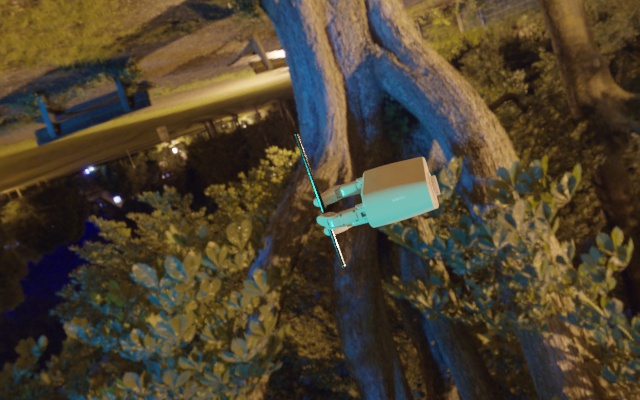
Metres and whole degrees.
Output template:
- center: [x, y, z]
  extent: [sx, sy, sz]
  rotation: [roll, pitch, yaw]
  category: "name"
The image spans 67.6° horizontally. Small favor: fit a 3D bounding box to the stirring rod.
- center: [0.000, 0.003, 0.806]
  extent: [0.011, 0.239, 0.011]
  rotation: [-19, 12, 4]
  category: "stirring rod"
